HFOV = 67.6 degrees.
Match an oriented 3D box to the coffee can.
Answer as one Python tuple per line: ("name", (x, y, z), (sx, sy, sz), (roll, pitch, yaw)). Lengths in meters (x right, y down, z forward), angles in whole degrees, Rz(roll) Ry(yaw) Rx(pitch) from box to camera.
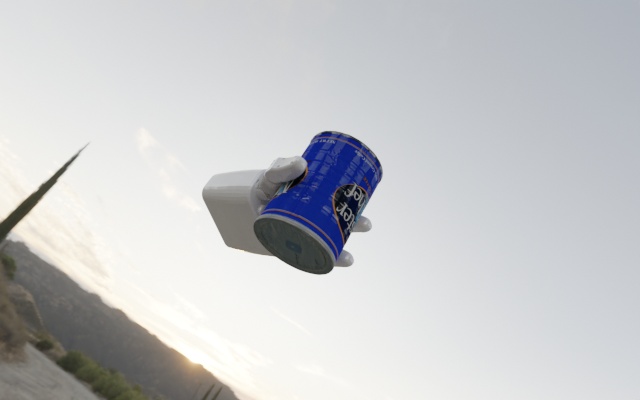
("coffee can", (0.000, 0.002, 0.568), (0.103, 0.140, 0.103), (23, -31, 15))
